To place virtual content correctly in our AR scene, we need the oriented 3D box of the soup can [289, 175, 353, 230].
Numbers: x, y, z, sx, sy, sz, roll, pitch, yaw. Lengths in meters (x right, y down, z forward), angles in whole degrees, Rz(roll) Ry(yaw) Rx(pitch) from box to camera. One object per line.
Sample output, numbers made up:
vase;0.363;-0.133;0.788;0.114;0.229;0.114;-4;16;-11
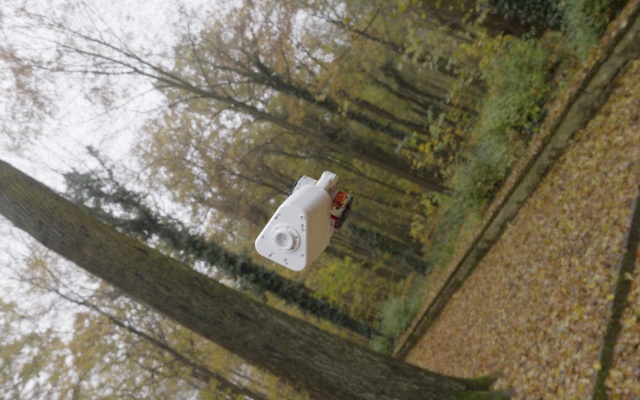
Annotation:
soup can;0.000;0.003;0.874;0.102;0.068;0.068;24;5;11
